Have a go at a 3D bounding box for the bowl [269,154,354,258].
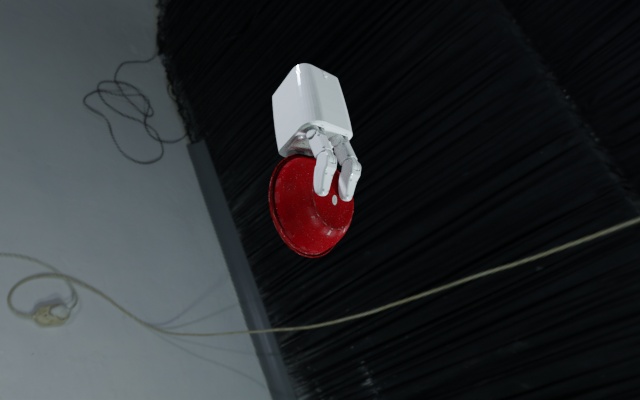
[{"bbox_3d":[0.001,0.004,0.714,0.055,0.162,0.162,-14,-9,41],"label":"bowl"}]
